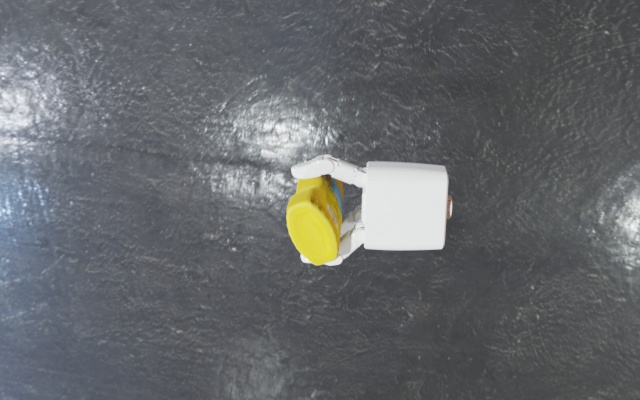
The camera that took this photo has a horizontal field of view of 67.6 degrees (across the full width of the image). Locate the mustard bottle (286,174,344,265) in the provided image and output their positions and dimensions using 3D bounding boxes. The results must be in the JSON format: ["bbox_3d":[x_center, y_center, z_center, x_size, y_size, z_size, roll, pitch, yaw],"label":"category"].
[{"bbox_3d":[0.000,0.002,0.684,0.058,0.096,0.191,-21,22,16],"label":"mustard bottle"}]
